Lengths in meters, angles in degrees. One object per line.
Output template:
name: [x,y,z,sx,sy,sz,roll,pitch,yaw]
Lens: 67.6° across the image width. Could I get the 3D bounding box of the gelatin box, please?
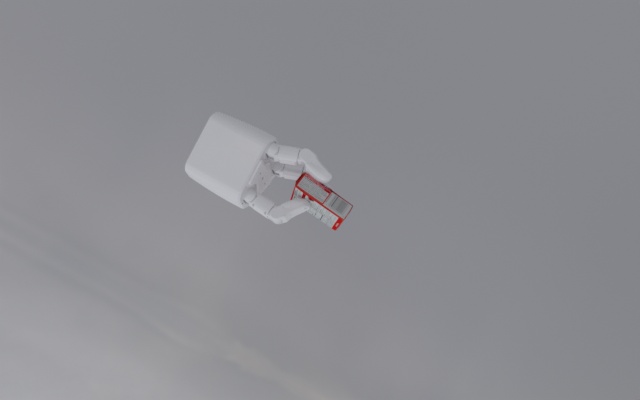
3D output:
gelatin box: [0.000,0.003,0.715,0.089,0.030,0.073,35,-18,3]
